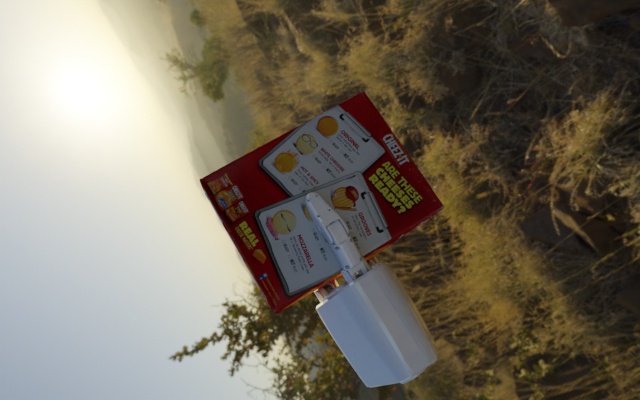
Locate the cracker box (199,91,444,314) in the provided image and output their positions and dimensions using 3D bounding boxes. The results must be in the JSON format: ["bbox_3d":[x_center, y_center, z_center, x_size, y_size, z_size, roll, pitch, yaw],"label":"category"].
[{"bbox_3d":[0.000,0.002,0.540,0.213,0.164,0.072,-30,-11,-11],"label":"cracker box"}]
